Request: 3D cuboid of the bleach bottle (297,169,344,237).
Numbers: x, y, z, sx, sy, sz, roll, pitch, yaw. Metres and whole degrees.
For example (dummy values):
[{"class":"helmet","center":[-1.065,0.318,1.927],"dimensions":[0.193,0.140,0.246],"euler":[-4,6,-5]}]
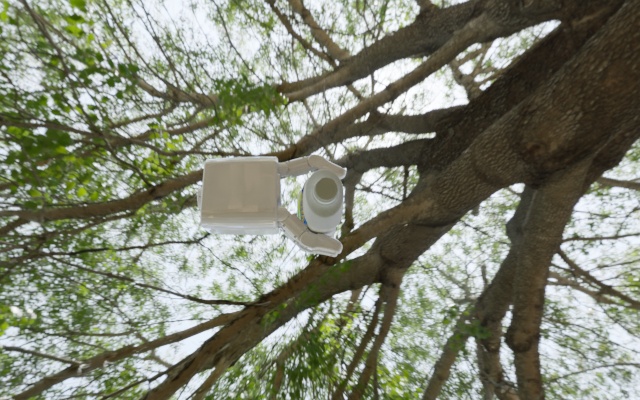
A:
[{"class":"bleach bottle","center":[0.000,0.002,0.702],"dimensions":[0.068,0.102,0.251],"euler":[0,-11,-3]}]
